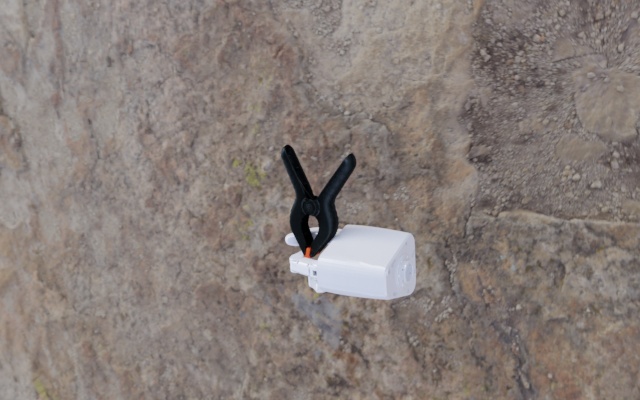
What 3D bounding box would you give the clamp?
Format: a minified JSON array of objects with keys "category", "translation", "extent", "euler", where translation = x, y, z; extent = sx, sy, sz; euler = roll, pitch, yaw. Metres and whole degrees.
[{"category":"clamp","translation":[0.000,0.003,0.698],"extent":[0.120,0.171,0.039],"euler":[3,14,36]}]
